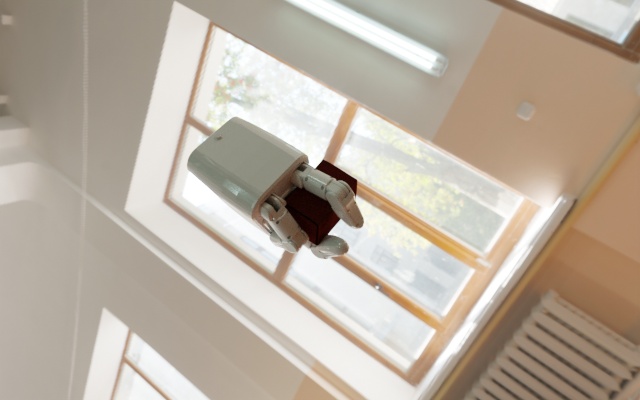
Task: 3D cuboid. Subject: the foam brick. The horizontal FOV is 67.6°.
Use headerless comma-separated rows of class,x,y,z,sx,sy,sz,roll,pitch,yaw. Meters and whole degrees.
foam brick,0.000,0.002,0.556,0.051,0.078,0.053,33,-28,18
